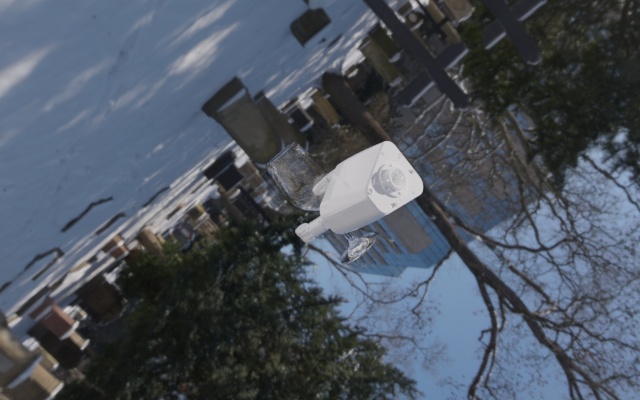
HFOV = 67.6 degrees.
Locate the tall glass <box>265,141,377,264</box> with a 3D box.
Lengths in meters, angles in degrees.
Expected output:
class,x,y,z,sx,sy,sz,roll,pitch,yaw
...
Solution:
class,x,y,z,sx,sy,sz,roll,pitch,yaw
tall glass,0.000,0.003,0.758,0.079,0.201,0.079,-39,11,9
